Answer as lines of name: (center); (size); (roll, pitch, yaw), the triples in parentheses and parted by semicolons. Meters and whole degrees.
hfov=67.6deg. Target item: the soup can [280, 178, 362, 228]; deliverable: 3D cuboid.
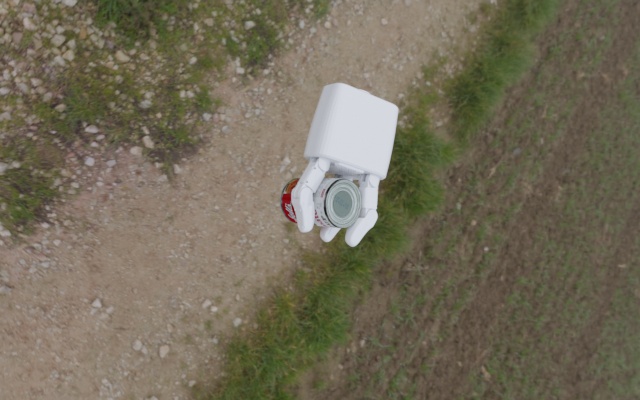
soup can: (0.000, 0.003, 0.670); (0.068, 0.068, 0.102); (0, 2, -39)
